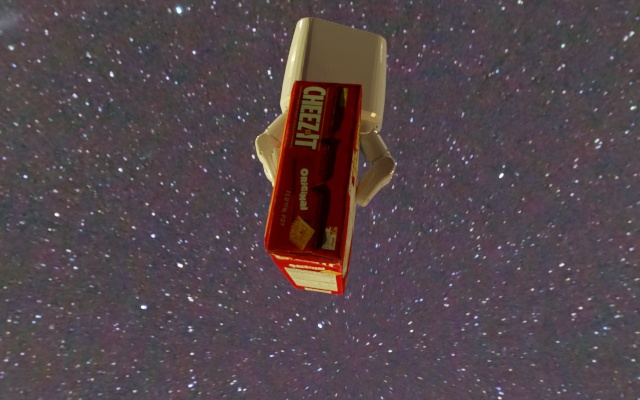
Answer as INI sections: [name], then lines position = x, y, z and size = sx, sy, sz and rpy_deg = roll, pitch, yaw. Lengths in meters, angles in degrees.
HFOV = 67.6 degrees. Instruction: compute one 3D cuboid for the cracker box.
[cracker box]
position = 0.000, 0.002, 0.501
size = 0.072, 0.164, 0.214
rpy_deg = 6, -17, 5
